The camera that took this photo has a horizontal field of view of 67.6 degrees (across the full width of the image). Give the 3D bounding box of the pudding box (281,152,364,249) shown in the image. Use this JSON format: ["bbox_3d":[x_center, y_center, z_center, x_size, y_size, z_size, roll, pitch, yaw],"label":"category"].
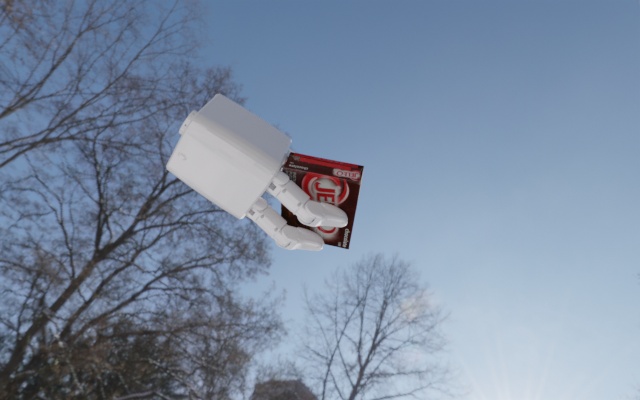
[{"bbox_3d":[0.000,0.002,0.575,0.090,0.114,0.039,12,44,7],"label":"pudding box"}]
